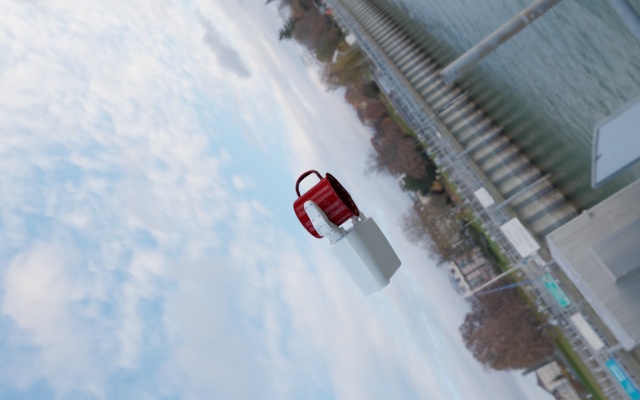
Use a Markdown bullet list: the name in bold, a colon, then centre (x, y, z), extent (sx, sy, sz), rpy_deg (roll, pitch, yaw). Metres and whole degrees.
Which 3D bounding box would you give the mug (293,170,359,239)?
- **mug**: centre (-0.001, 0.002, 0.822), extent (0.081, 0.117, 0.093), rpy_deg (-37, -5, 13)
